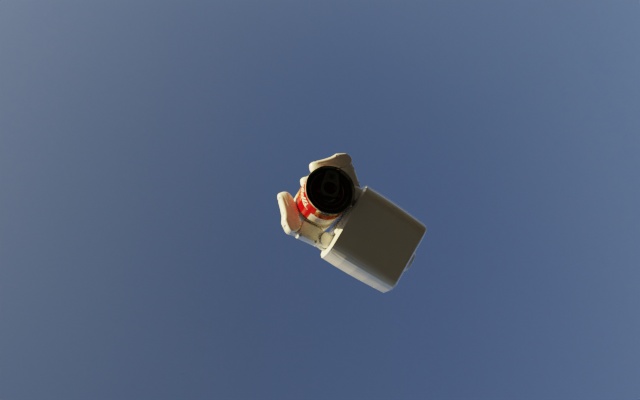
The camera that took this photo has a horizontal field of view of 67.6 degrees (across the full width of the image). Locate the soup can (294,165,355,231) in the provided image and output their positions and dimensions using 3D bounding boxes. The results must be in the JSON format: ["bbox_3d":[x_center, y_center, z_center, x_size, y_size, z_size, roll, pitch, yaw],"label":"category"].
[{"bbox_3d":[0.000,0.002,0.664,0.068,0.068,0.102,0,-19,-16],"label":"soup can"}]
